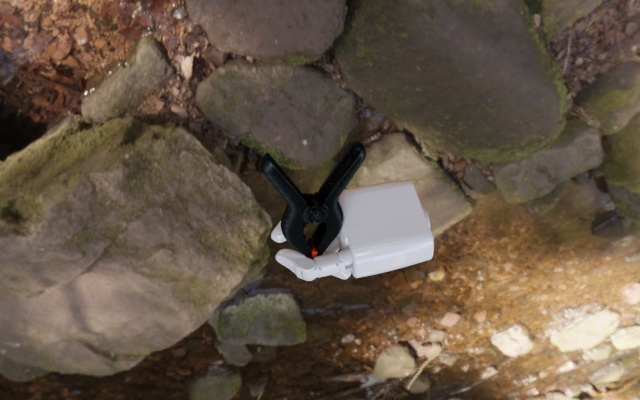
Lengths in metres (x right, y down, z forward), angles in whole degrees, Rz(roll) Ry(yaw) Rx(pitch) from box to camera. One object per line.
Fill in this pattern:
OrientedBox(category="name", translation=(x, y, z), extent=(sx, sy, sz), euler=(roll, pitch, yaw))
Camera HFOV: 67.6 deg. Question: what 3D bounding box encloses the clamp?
OrientedBox(category="clamp", translation=(0.000, 0.002, 0.577), extent=(0.120, 0.172, 0.039), euler=(-12, 43, -4))
